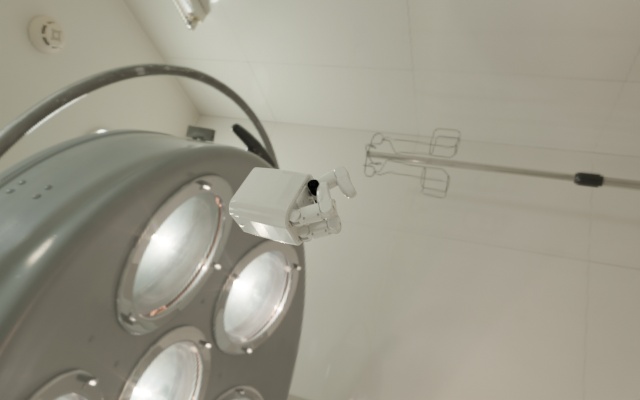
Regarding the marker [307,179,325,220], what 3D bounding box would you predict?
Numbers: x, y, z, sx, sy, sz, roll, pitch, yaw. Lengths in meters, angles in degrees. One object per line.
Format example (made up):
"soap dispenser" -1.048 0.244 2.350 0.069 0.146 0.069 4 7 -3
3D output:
"marker" 0.000 0.003 0.790 0.020 0.020 0.121 0 -31 15
